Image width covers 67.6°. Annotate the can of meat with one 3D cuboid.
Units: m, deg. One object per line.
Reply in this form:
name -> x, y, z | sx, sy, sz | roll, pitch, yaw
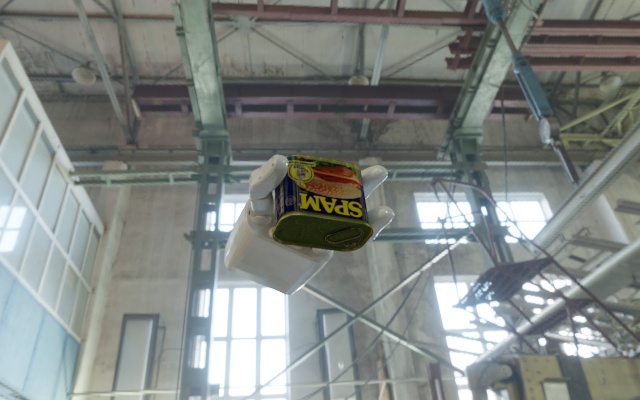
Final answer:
can of meat -> 0.000, 0.001, 0.513 | 0.102, 0.084, 0.057 | 9, -38, -19
